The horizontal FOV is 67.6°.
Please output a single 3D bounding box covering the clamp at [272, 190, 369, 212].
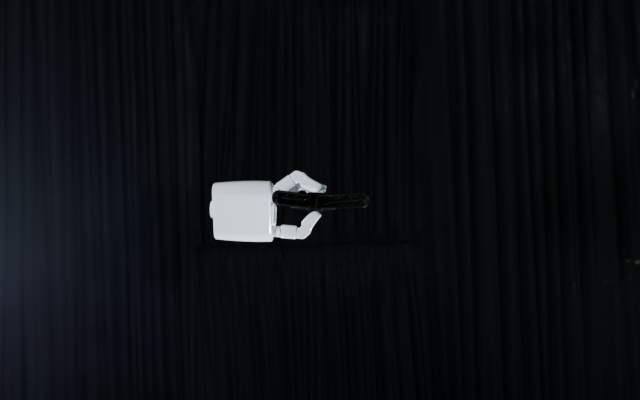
[{"bbox_3d":[0.000,0.004,0.888,0.164,0.036,0.210,3,-4,0],"label":"clamp"}]
